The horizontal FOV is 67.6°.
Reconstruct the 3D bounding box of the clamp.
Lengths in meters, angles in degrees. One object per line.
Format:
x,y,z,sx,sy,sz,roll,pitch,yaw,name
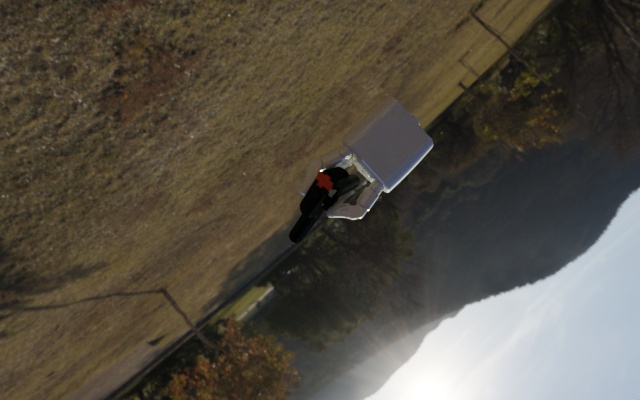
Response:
0.001,0.003,0.765,0.036,0.164,0.210,44,-2,9,clamp
